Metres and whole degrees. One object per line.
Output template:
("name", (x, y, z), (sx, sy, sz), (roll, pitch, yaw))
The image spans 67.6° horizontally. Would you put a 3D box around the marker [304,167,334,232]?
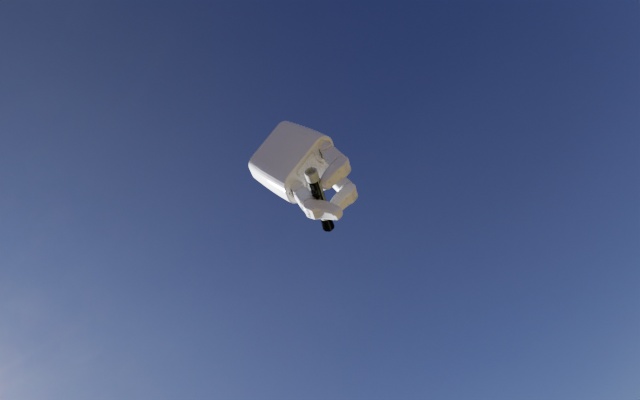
("marker", (0.000, 0.002, 0.707), (0.020, 0.121, 0.020), (-10, 42, 9))
